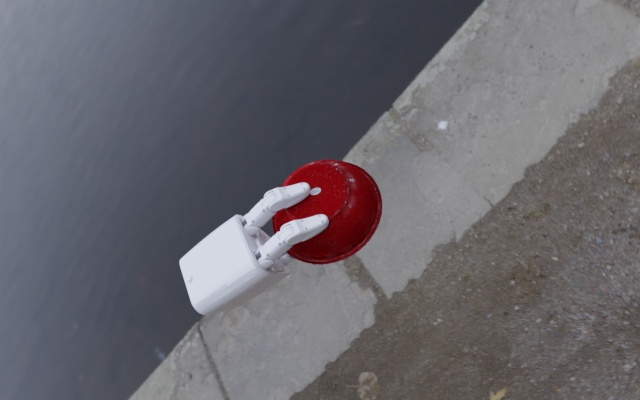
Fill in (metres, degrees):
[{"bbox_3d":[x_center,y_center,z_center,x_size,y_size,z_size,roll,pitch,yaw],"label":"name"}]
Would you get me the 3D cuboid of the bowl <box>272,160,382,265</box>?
[{"bbox_3d":[0.001,0.001,0.649,0.162,0.162,0.055,0,-27,18],"label":"bowl"}]
